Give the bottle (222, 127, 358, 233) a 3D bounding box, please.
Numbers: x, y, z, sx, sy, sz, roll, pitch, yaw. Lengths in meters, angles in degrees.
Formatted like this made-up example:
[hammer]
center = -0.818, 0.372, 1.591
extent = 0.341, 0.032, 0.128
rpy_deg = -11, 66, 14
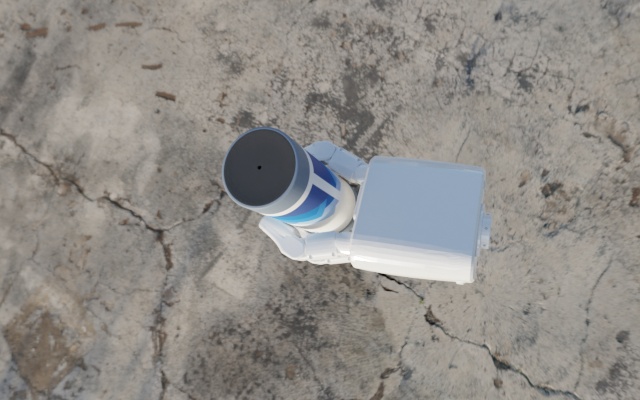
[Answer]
[bottle]
center = 0.000, 0.002, 0.506
extent = 0.069, 0.069, 0.296
rpy_deg = 0, -11, 19
